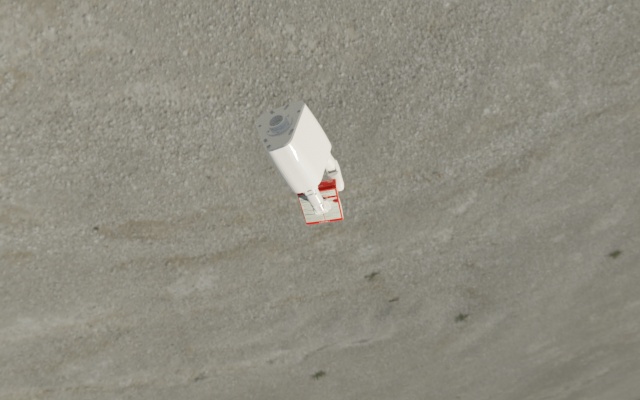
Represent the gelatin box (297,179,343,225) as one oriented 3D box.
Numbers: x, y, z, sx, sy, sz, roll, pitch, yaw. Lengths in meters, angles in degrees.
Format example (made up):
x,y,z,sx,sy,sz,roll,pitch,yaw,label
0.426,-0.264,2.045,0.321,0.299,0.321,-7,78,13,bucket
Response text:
x,y,z,sx,sy,sz,roll,pitch,yaw,label
0.000,0.004,0.899,0.073,0.089,0.030,-9,44,6,gelatin box
